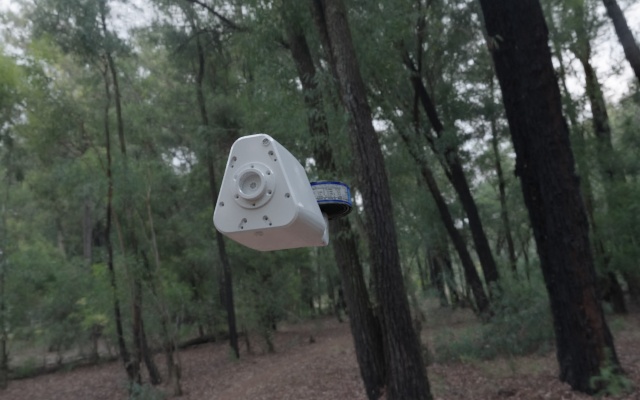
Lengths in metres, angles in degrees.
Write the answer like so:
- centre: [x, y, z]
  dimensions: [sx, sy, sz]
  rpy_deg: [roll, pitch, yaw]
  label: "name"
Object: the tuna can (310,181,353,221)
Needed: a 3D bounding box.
- centre: [0.000, 0.002, 0.663]
  dimensions: [0.086, 0.033, 0.086]
  rpy_deg: [-6, -18, -2]
  label: "tuna can"
